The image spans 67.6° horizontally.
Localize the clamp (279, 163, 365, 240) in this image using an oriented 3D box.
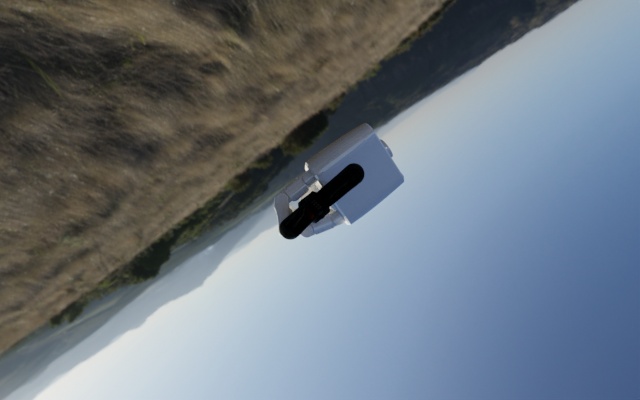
[{"bbox_3d":[0.000,0.003,0.608,0.120,0.039,0.171,-35,2,-2],"label":"clamp"}]
